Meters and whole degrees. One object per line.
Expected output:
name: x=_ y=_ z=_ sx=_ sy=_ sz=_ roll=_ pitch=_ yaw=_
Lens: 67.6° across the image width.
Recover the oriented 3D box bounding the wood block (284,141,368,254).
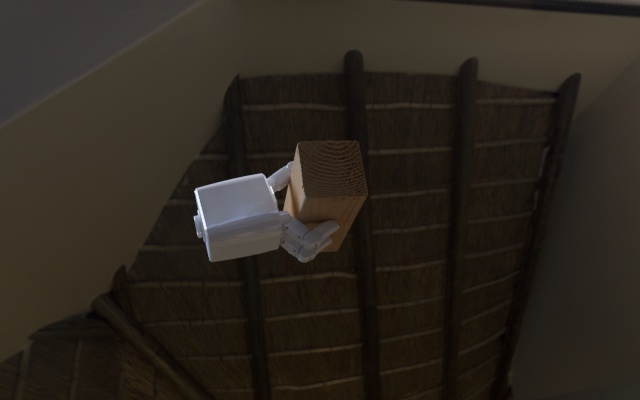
wood block: x=0.000 y=0.002 z=0.740 sx=0.090 sy=0.090 sz=0.206 roll=-3 pitch=-26 yaw=-12
